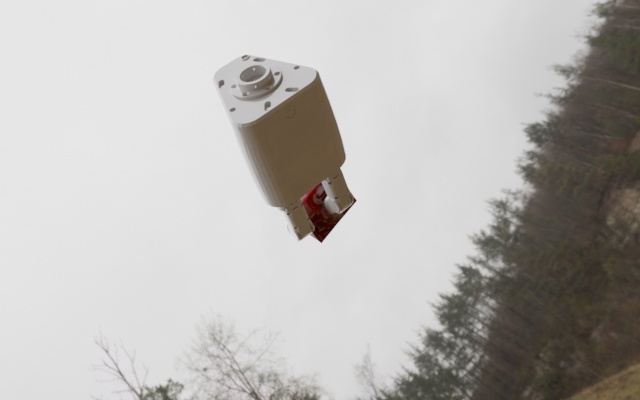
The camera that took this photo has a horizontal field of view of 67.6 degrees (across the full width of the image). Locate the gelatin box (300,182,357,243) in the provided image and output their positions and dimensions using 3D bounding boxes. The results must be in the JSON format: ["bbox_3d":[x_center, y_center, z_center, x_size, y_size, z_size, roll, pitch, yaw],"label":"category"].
[{"bbox_3d":[0.000,0.002,0.584,0.030,0.073,0.089,34,-10,35],"label":"gelatin box"}]
